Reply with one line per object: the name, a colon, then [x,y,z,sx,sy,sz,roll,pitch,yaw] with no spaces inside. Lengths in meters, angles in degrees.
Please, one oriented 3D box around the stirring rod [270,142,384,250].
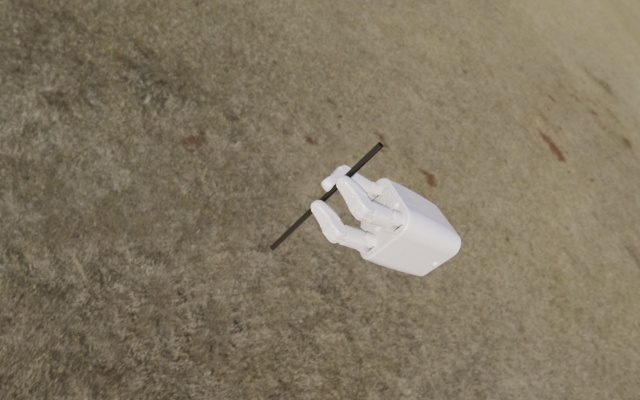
stirring rod: [0.000,0.002,0.628,0.011,0.011,0.240,0,-34,-45]
